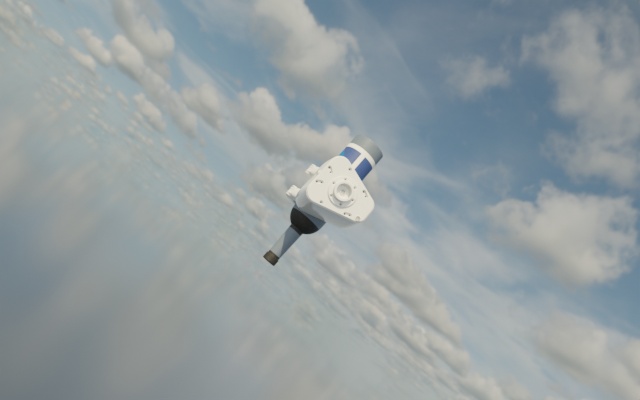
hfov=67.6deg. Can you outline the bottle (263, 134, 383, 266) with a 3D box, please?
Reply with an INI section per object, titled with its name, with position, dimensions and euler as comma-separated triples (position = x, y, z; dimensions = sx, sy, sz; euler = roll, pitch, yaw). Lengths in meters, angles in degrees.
[bottle]
position = 0.000, 0.003, 0.899
dimensions = 0.069, 0.295, 0.069
euler = 39, -11, 10
